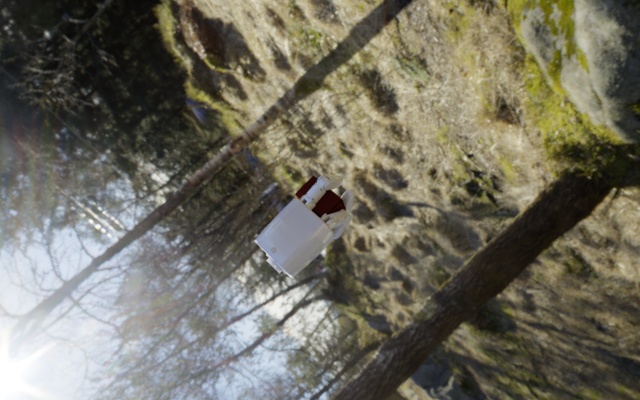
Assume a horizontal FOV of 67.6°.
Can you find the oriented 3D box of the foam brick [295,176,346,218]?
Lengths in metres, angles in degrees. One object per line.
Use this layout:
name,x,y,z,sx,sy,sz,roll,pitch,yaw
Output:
foam brick,0.000,0.003,0.881,0.078,0.051,0.053,41,-10,25
